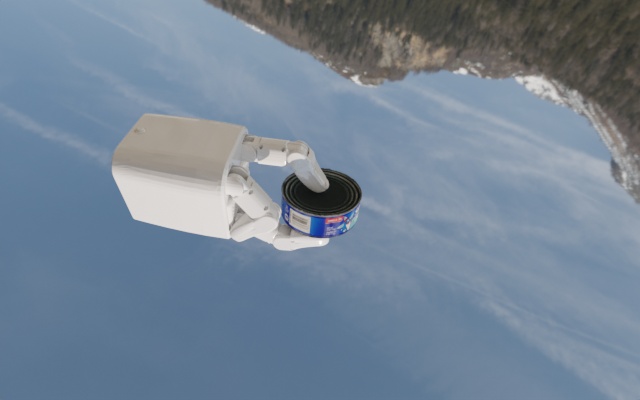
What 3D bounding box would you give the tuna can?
[{"bbox_3d":[0.000,0.002,0.516,0.086,0.034,0.086,4,37,-3],"label":"tuna can"}]
